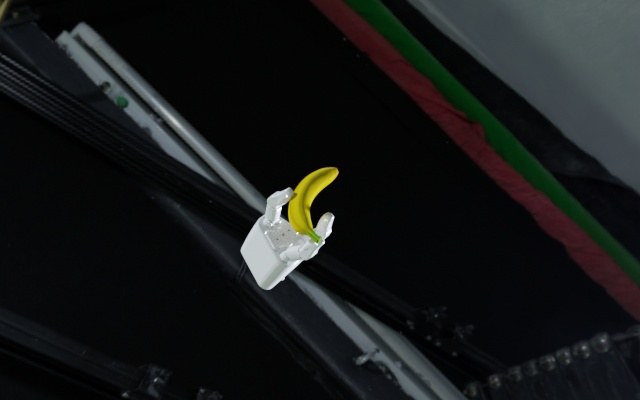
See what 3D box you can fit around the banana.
[{"bbox_3d":[-0.017,-0.003,0.862,0.069,0.197,0.037,25,-46,-9],"label":"banana"}]
